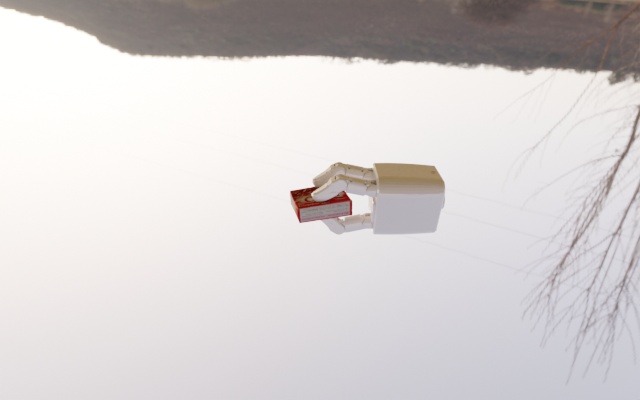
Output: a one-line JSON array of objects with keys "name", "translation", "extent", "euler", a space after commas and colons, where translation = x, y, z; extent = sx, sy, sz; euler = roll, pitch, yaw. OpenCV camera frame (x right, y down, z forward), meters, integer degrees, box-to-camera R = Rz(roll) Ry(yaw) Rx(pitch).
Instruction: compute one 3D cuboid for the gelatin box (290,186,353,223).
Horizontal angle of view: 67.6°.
[{"name": "gelatin box", "translation": [0.000, 0.003, 0.773], "extent": [0.089, 0.030, 0.073], "euler": [-9, 26, -10]}]
